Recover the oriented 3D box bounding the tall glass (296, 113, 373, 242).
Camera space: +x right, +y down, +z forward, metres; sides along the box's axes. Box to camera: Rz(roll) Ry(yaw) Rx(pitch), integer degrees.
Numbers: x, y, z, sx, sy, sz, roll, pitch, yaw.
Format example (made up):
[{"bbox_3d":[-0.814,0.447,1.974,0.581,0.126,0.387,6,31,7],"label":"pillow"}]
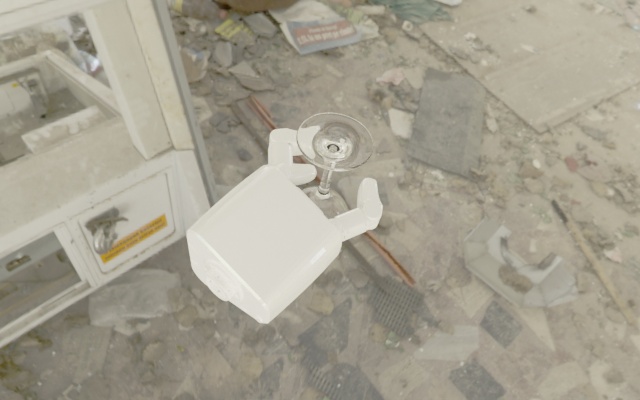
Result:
[{"bbox_3d":[0.000,0.001,0.531,0.079,0.079,0.201,0,-36,-10],"label":"tall glass"}]
